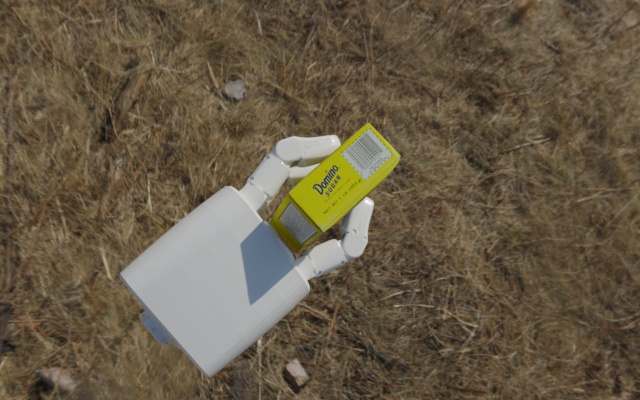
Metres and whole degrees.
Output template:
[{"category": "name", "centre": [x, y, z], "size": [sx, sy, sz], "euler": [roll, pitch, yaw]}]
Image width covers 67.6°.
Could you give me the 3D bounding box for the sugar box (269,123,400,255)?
[{"category": "sugar box", "centre": [0.000, 0.001, 0.442], "size": [0.093, 0.048, 0.176], "euler": [-42, 1, -20]}]
